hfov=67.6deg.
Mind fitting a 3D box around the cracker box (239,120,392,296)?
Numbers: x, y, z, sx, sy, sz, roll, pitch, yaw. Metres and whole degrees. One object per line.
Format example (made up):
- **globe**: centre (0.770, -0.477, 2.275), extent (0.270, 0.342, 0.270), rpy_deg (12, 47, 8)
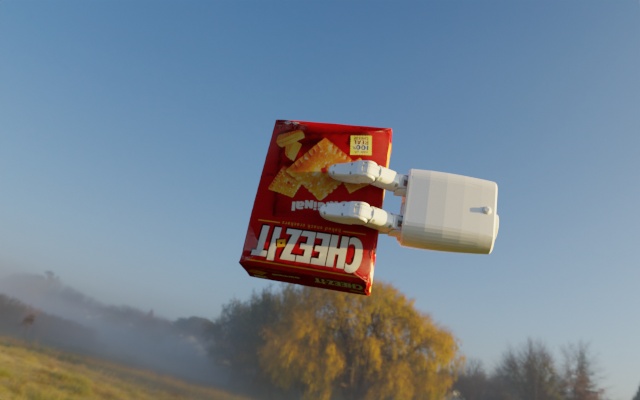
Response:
- **cracker box**: centre (0.000, 0.002, 0.630), extent (0.164, 0.213, 0.072), rpy_deg (7, -23, 11)
